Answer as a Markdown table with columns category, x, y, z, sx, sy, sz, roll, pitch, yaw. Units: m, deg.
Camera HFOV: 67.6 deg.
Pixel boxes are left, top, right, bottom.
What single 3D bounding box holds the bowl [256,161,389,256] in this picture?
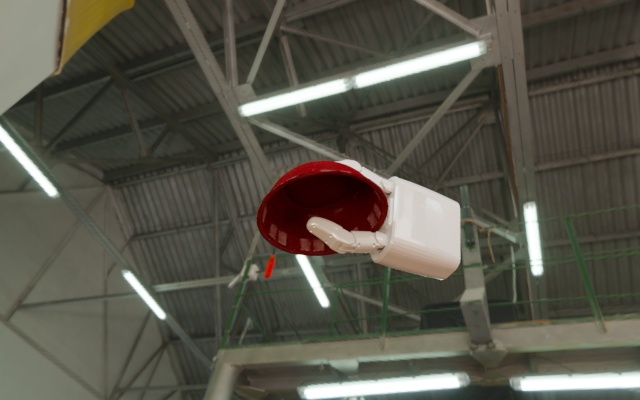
| category | x | y | z | sx | sy | sz | roll | pitch | yaw |
| --- | --- | --- | --- | --- | --- | --- | --- | --- | --- |
| bowl | -0.001 | 0.001 | 0.597 | 0.162 | 0.055 | 0.162 | -5 | -41 | -4 |
